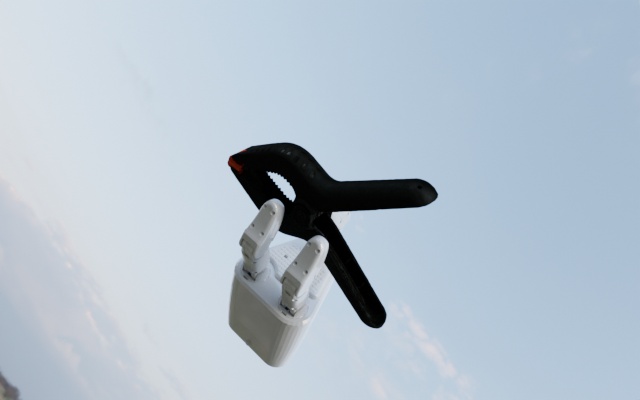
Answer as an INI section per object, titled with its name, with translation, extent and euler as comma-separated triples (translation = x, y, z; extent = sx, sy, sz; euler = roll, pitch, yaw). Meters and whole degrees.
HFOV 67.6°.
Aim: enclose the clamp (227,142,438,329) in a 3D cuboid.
[clamp]
translation = 0.000, 0.001, 0.427
extent = 0.210, 0.165, 0.036
euler = 39, 44, 20
